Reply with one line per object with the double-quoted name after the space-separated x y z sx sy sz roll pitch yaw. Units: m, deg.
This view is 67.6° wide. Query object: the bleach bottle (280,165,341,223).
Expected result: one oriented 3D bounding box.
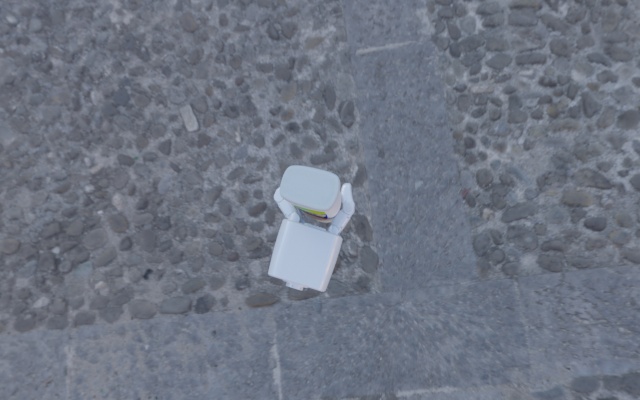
0.000 0.003 0.896 0.102 0.068 0.251 15 -9 12 "bleach bottle"
